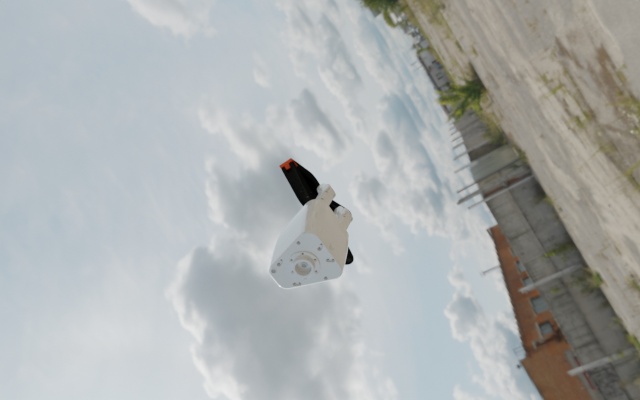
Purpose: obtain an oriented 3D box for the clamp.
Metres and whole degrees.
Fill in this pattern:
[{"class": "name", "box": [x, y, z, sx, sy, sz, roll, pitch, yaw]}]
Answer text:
[{"class": "clamp", "box": [-0.001, 0.003, 0.893, 0.036, 0.210, 0.164, -32, 18, 18]}]
